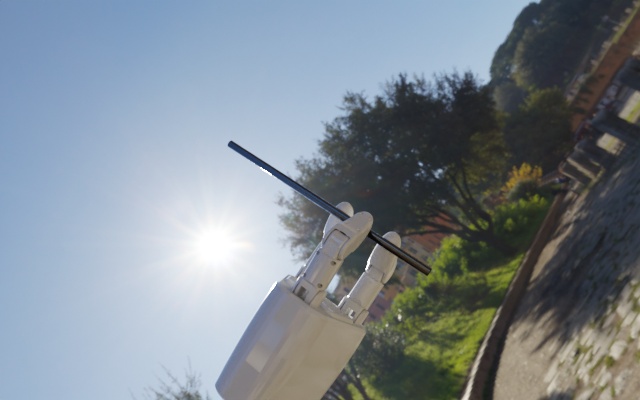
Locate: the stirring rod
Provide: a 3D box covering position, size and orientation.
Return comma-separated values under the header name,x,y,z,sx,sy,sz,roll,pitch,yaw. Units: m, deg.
name,x,y,z,sx,sy,sz,roll,pitch,yaw
stirring rod,0.000,0.002,0.456,0.239,0.011,0.011,33,13,21
